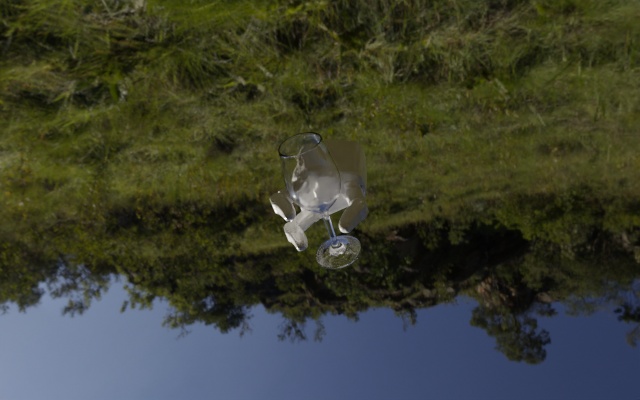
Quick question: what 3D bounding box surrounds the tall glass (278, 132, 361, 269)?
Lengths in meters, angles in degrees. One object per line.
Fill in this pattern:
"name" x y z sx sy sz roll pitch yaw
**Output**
"tall glass" 0.000 0.003 0.692 0.079 0.201 0.079 -13 34 9
